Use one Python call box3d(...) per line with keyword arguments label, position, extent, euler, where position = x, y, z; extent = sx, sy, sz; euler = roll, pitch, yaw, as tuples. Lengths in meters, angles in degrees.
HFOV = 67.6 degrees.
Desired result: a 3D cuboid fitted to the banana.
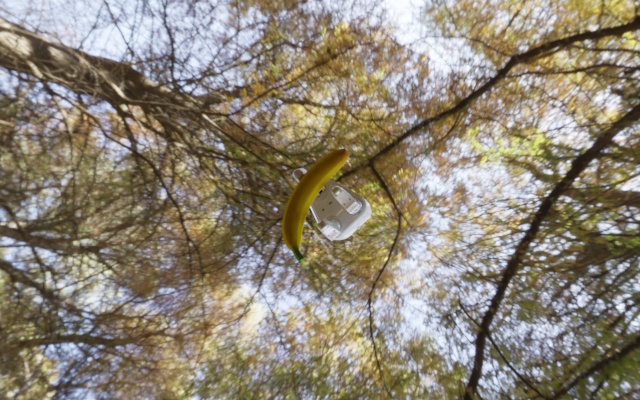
box3d(label="banana", position=(-0.018, -0.001, 0.786), extent=(0.069, 0.198, 0.037), euler=(21, -3, 19))
